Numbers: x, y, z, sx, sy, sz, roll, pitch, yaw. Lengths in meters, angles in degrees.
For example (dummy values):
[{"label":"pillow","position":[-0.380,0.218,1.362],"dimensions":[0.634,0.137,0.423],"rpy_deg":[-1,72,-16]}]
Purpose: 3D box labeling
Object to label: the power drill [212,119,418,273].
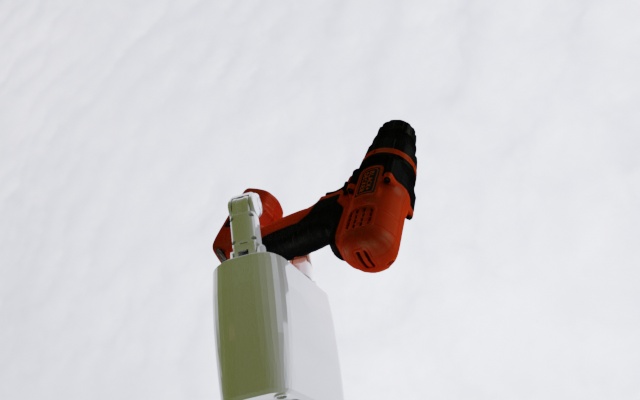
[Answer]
[{"label":"power drill","position":[0.000,0.002,0.450],"dimensions":[0.188,0.057,0.184],"rpy_deg":[-18,30,31]}]
